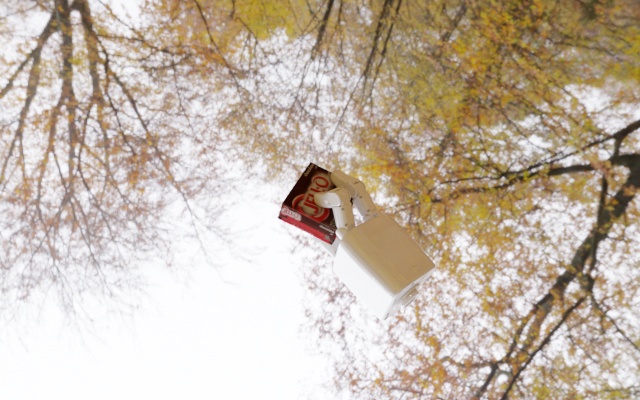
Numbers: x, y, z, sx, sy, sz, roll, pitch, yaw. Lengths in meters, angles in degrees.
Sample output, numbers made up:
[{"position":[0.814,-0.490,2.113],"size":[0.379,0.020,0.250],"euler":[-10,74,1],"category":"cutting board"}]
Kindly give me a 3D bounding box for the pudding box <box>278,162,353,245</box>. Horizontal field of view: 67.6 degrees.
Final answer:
[{"position":[0.000,0.002,0.708],"size":[0.090,0.039,0.113],"euler":[27,41,3],"category":"pudding box"}]
